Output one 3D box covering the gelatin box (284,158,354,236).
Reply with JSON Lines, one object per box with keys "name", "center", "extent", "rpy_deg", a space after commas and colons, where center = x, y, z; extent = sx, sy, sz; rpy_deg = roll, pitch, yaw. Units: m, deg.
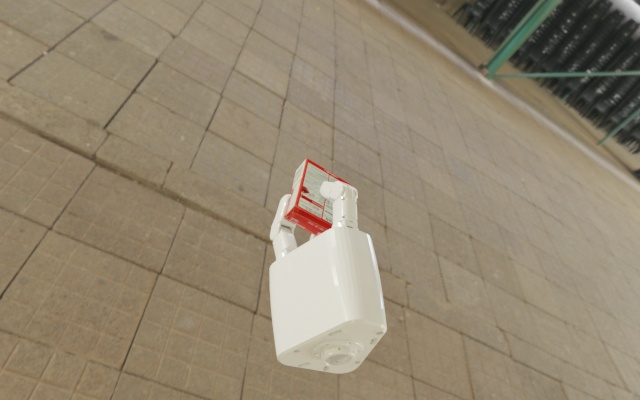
{"name": "gelatin box", "center": [0.000, 0.001, 0.574], "extent": [0.073, 0.089, 0.030], "rpy_deg": [30, -48, -18]}
